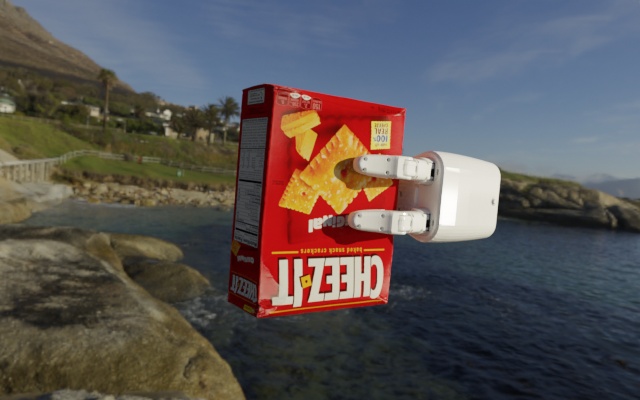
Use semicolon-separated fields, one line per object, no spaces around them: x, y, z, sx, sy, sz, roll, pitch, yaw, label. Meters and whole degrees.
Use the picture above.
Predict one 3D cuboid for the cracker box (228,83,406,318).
0.000;0.001;0.488;0.164;0.214;0.072;3;3;-35;cracker box
